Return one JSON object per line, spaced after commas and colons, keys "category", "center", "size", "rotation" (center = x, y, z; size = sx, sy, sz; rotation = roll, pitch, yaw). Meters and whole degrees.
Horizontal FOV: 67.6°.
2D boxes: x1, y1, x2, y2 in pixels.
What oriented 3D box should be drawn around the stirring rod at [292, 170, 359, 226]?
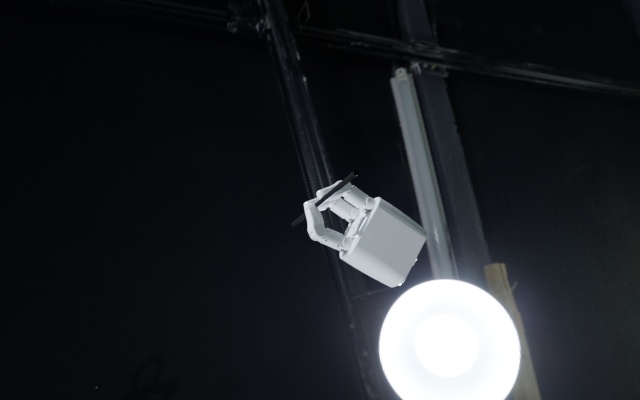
{"category": "stirring rod", "center": [0.000, 0.003, 0.753], "size": [0.011, 0.011, 0.240], "rotation": [0, -20, -25]}
